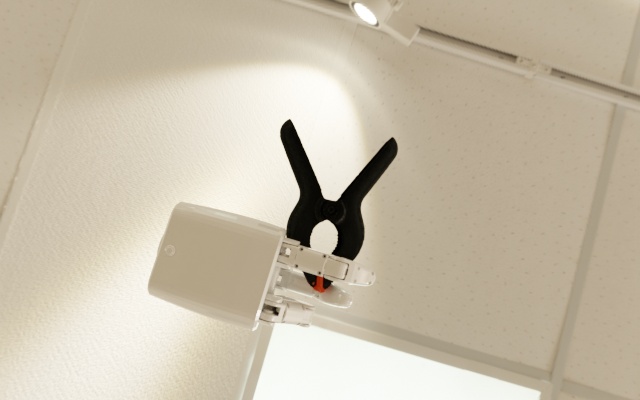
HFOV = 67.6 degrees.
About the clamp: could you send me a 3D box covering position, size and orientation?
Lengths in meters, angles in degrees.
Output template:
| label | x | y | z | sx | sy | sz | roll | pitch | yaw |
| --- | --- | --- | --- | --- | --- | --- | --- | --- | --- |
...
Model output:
| label | x | y | z | sx | sy | sz | roll | pitch | yaw |
| --- | --- | --- | --- | --- | --- | --- | --- | --- | --- |
| clamp | 0.000 | 0.002 | 0.479 | 0.120 | 0.171 | 0.039 | 17 | -6 | 0 |
